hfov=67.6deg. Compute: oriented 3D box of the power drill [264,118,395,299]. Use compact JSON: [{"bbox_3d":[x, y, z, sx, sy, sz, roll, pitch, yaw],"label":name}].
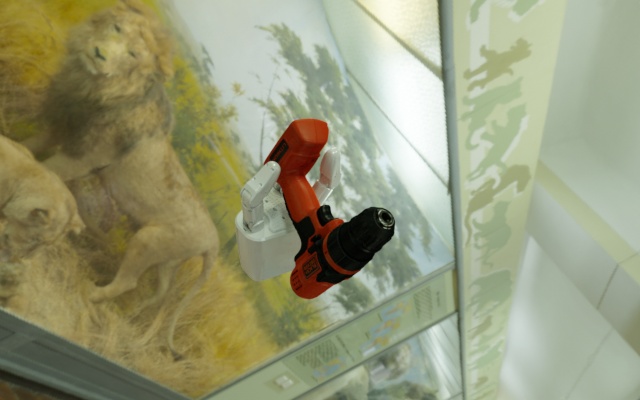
[{"bbox_3d":[0.000,0.002,0.549,0.057,0.187,0.184,0,-29,-34],"label":"power drill"}]
